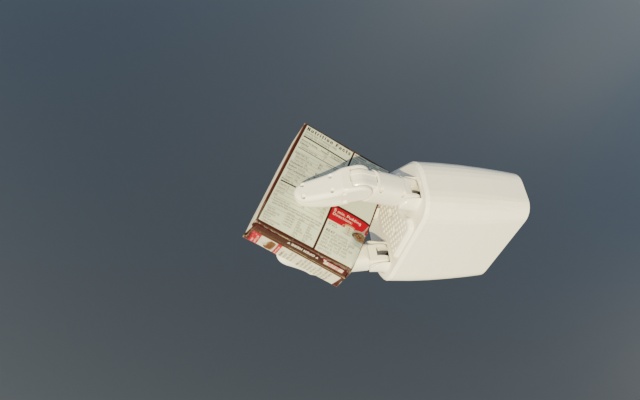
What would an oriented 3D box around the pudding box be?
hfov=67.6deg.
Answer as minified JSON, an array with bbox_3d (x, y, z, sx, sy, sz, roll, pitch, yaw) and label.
[{"bbox_3d":[0.000,0.001,0.405,0.090,0.113,0.039,29,-34,-7],"label":"pudding box"}]
